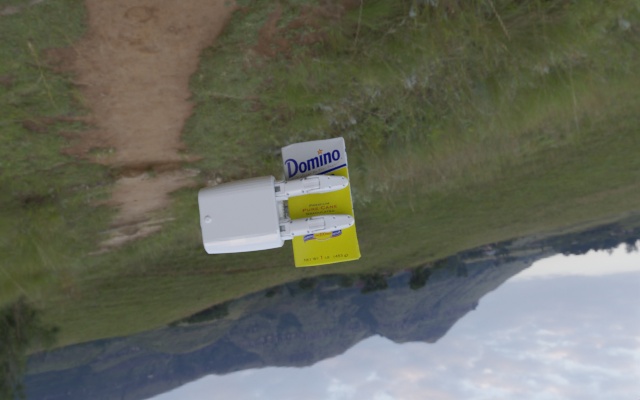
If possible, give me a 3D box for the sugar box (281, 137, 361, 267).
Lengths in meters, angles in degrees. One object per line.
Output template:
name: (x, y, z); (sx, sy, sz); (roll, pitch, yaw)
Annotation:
sugar box: (0.000, 0.002, 0.689); (0.093, 0.176, 0.048); (-9, -4, 5)
